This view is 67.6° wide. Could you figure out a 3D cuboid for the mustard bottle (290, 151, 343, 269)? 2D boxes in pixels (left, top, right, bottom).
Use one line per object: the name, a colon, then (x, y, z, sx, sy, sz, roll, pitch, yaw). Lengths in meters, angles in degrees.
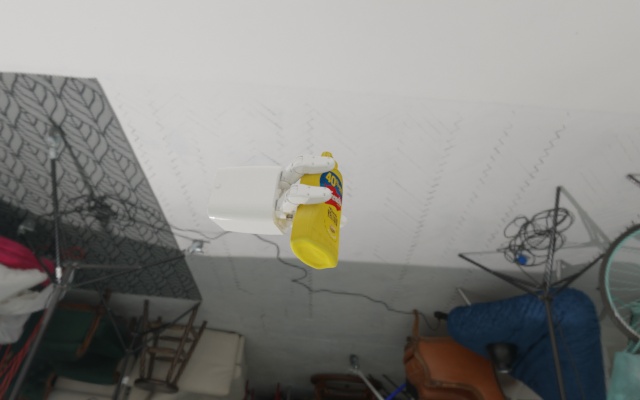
mustard bottle: (0.000, 0.003, 0.743, 0.058, 0.191, 0.096, -12, -38, 26)
